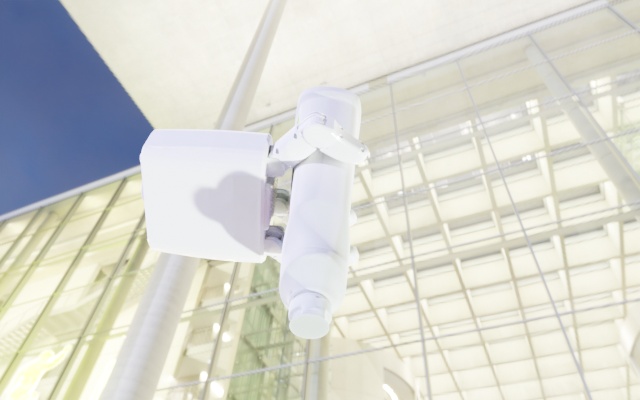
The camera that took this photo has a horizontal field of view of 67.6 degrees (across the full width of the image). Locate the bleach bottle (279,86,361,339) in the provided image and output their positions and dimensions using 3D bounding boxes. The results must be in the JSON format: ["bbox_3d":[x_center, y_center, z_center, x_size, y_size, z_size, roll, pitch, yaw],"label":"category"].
[{"bbox_3d":[0.000,0.001,0.421,0.068,0.103,0.250,5,40,0],"label":"bleach bottle"}]
